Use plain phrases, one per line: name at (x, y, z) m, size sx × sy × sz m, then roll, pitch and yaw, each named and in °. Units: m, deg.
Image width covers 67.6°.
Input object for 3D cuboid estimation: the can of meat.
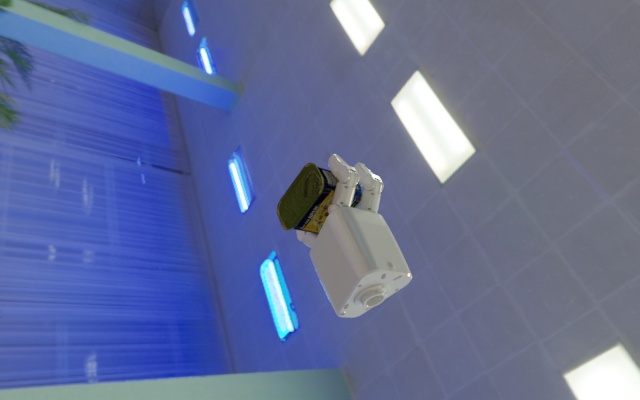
can of meat at (0.000, 0.002, 0.695) m, size 0.084 × 0.102 × 0.057 m, roll 14°, pitch 35°, yaw -39°
